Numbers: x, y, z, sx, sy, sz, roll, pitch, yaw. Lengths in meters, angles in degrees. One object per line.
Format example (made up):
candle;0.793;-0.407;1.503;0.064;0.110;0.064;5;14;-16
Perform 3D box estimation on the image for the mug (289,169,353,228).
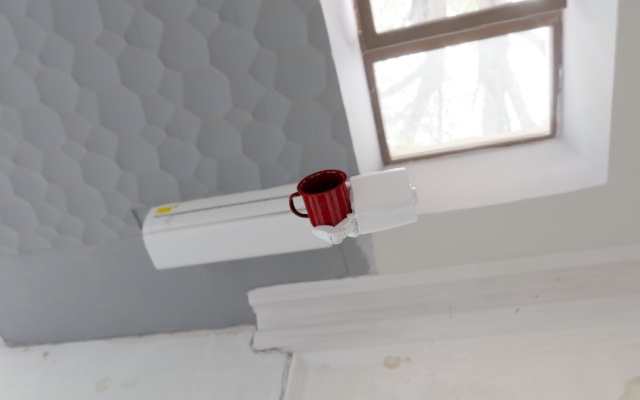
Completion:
mug;-0.001;0.003;0.873;0.117;0.081;0.093;-11;28;9
